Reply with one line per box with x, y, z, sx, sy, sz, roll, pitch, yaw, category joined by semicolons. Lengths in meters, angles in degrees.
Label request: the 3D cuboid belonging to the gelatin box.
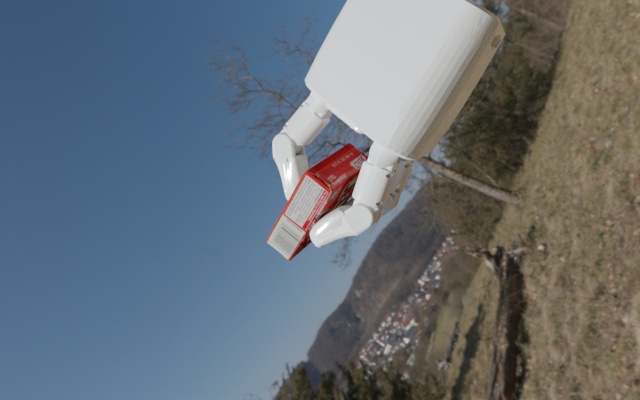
0.000;0.001;0.408;0.030;0.089;0.073;40;37;11;gelatin box
